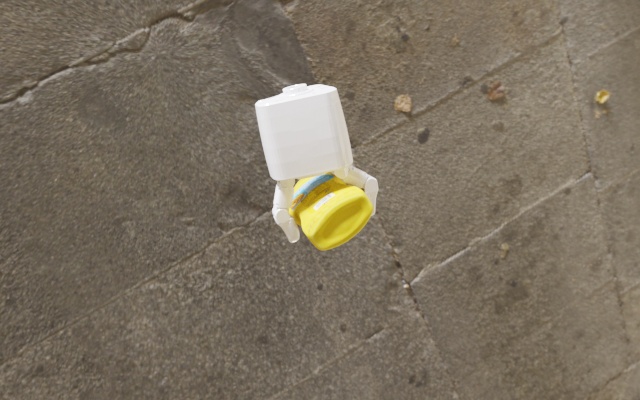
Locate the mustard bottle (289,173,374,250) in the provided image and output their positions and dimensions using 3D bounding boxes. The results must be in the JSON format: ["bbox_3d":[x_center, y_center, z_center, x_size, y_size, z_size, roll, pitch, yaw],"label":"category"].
[{"bbox_3d":[0.000,0.003,0.709,0.096,0.058,0.191,-40,24,-3],"label":"mustard bottle"}]
